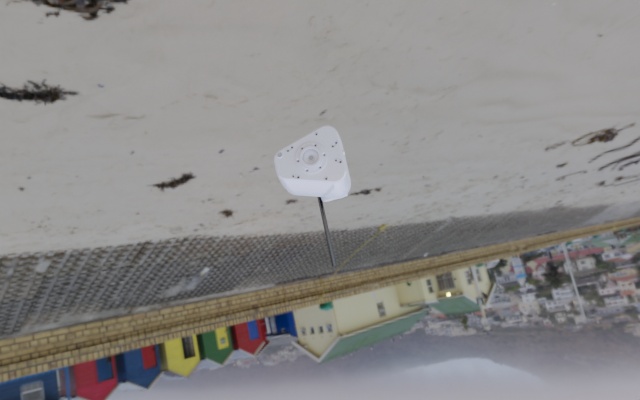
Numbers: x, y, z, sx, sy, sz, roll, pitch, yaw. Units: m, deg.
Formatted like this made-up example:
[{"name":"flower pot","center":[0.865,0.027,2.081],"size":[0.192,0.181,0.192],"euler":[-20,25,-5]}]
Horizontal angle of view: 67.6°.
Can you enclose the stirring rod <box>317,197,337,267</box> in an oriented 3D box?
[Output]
[{"name":"stirring rod","center":[0.000,0.003,0.882],"size":[0.011,0.239,0.011],"euler":[-12,-10,-2]}]
